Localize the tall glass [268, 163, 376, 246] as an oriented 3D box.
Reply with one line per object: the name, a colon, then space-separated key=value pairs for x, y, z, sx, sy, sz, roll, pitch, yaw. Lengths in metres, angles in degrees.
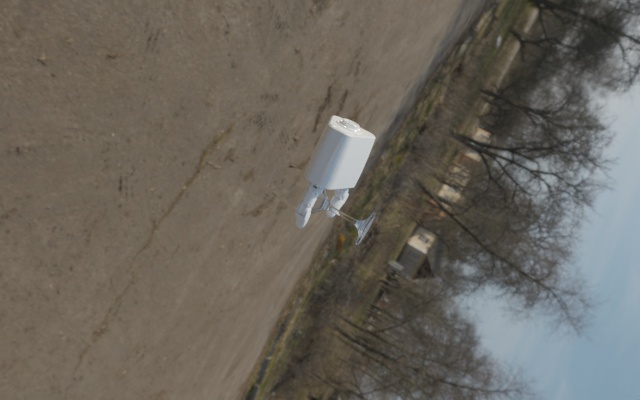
tall glass: x=0.001 y=0.003 z=0.898 sx=0.201 sy=0.079 sz=0.079 roll=30 pitch=7 yaw=13
